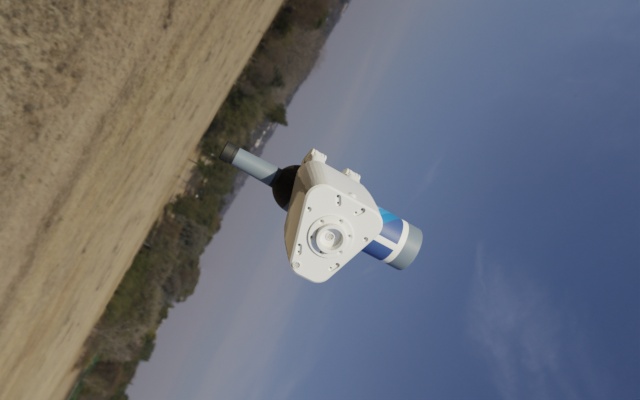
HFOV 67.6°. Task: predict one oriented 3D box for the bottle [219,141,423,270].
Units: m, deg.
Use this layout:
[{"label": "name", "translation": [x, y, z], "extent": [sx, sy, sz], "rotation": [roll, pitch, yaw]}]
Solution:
[{"label": "bottle", "translation": [0.000, 0.002, 0.651], "extent": [0.296, 0.069, 0.069], "rotation": [28, -7, -13]}]
